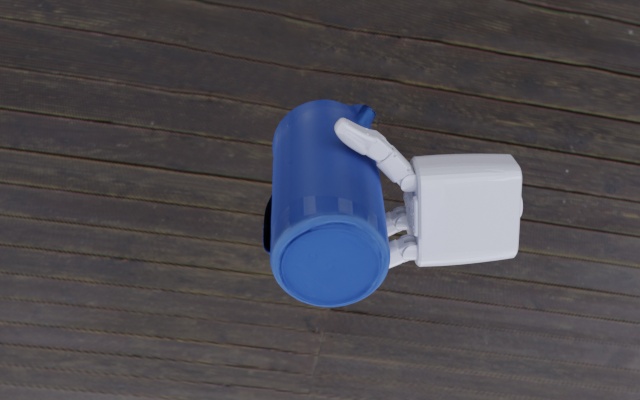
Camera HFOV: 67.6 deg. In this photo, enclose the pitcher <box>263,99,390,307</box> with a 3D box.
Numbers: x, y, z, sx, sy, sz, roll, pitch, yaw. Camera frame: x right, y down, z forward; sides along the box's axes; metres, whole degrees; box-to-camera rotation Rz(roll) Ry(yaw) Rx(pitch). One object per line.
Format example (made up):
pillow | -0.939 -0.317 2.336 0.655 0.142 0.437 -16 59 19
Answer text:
pitcher | 0.000 0.002 0.523 0.145 0.149 0.242 -1 33 0
